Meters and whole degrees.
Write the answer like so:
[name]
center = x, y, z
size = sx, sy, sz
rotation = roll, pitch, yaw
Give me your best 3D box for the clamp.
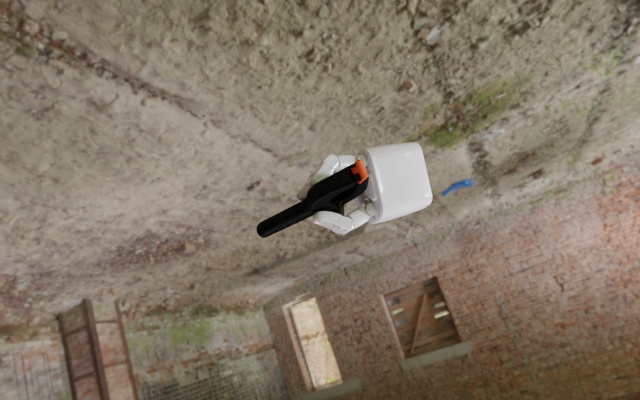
[clamp]
center = 0.001, 0.003, 0.713
size = 0.164, 0.036, 0.210
rotation = -14, -16, -27
